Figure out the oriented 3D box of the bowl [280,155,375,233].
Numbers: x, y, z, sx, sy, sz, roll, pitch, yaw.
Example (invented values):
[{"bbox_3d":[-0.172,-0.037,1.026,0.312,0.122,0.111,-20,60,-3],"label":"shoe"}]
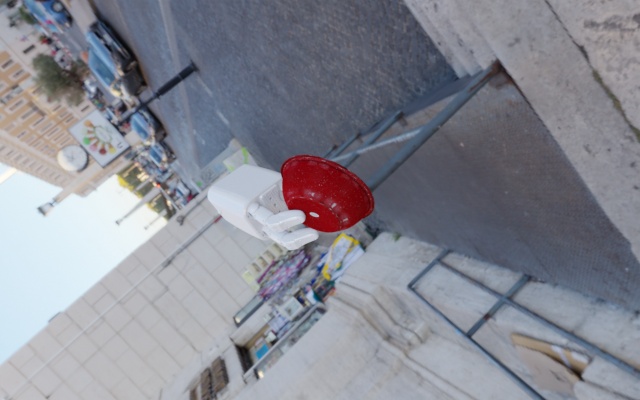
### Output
[{"bbox_3d":[0.001,0.003,0.744,0.162,0.055,0.162,20,-30,12],"label":"bowl"}]
